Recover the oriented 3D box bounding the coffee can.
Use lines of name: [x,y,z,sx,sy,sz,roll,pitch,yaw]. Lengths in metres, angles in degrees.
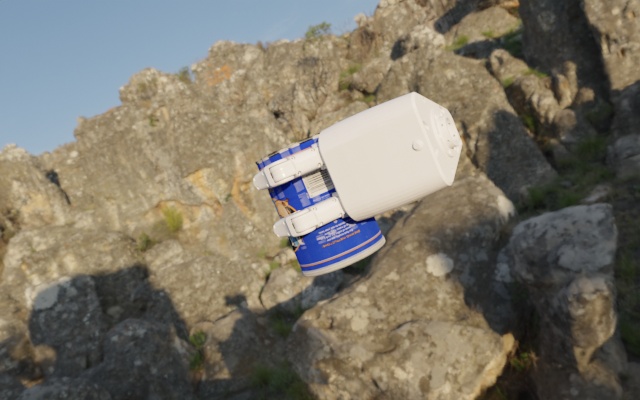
coffee can: [0.000,0.002,0.545,0.103,0.140,0.103,-23,3,1]
